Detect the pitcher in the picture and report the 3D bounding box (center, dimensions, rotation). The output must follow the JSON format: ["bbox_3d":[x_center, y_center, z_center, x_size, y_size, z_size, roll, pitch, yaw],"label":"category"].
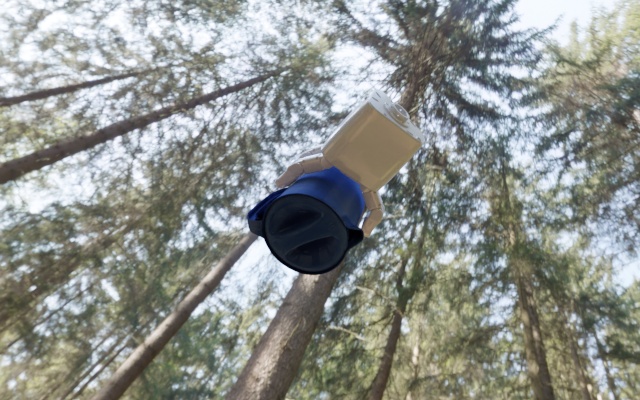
[{"bbox_3d":[0.000,0.002,0.785,0.145,0.149,0.242,-45,4,30],"label":"pitcher"}]
